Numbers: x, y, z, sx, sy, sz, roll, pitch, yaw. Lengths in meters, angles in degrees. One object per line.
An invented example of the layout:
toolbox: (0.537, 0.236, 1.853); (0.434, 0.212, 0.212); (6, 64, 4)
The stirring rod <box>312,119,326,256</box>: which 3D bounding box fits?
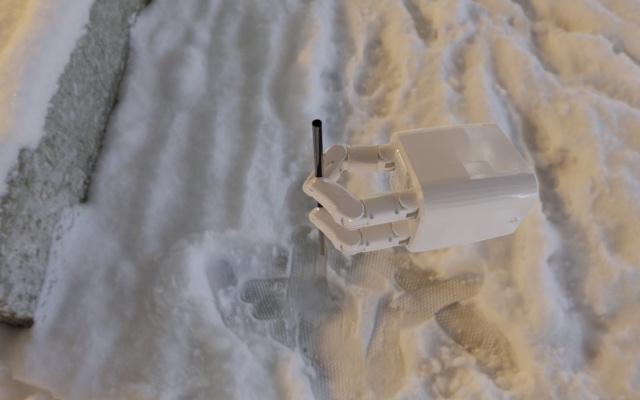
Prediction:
stirring rod: (0.000, 0.002, 0.470); (0.011, 0.011, 0.240); (0, -30, 2)
